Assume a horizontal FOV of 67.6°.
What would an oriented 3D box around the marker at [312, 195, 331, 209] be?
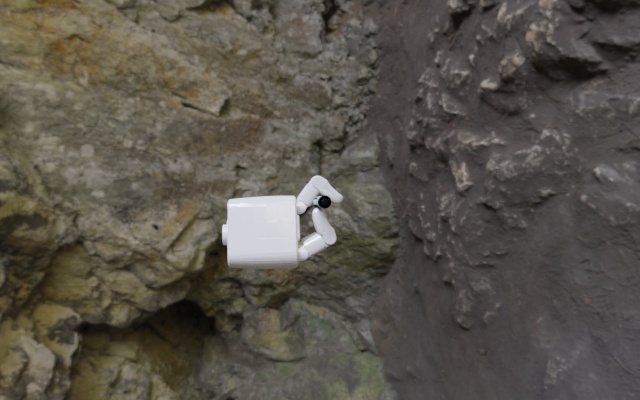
[{"bbox_3d":[0.000,0.002,0.728,0.020,0.020,0.121,0,0,-6],"label":"marker"}]
